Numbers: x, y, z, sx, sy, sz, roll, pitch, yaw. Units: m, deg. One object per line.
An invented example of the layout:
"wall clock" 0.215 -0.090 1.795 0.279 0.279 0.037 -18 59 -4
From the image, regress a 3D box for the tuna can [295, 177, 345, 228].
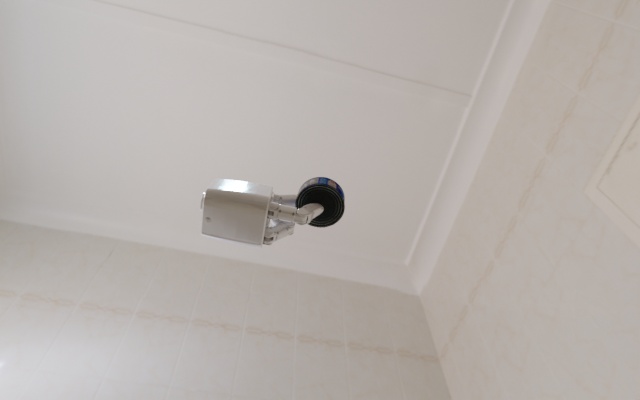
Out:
"tuna can" 0.000 0.002 0.835 0.086 0.086 0.033 0 29 4
